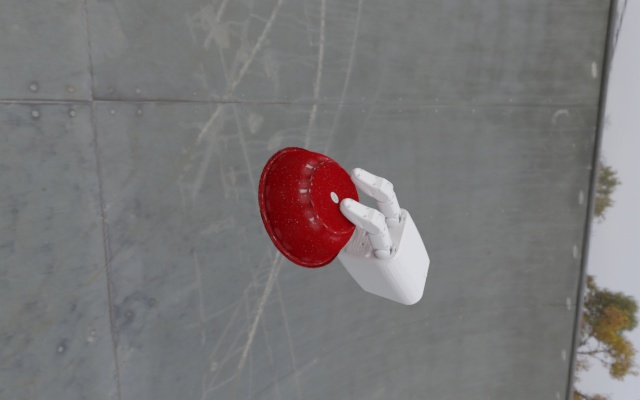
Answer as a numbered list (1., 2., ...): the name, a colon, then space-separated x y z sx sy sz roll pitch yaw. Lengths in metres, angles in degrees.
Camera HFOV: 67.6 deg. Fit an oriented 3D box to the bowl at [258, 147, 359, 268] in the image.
1. bowl: 0.000 0.001 0.602 0.055 0.162 0.162 -18 -12 41
